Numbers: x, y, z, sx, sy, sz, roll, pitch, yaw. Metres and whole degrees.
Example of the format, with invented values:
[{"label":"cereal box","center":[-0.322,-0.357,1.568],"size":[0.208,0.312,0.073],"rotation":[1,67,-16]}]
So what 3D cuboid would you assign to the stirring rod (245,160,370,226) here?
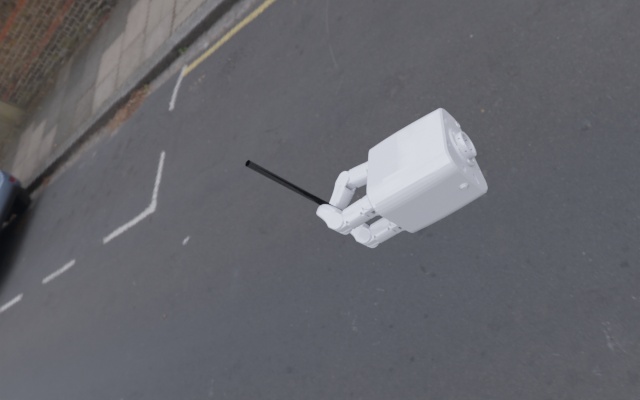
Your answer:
[{"label":"stirring rod","center":[0.000,0.002,0.612],"size":[0.011,0.011,0.239],"rotation":[0,-21,47]}]
